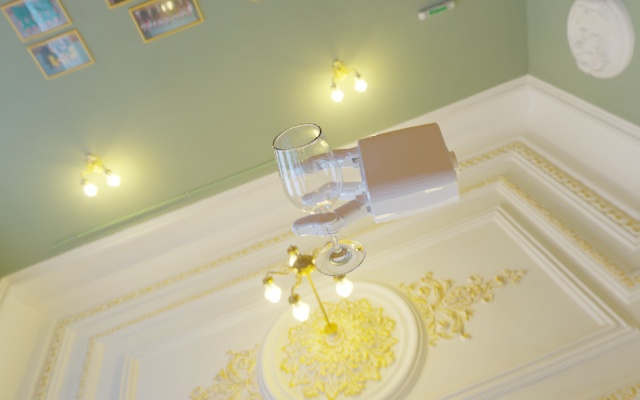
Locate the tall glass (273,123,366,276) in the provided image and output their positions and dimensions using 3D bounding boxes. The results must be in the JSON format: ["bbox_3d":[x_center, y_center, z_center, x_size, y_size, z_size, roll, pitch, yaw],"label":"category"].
[{"bbox_3d":[0.000,0.003,0.622,0.079,0.201,0.079,-14,34,10],"label":"tall glass"}]
